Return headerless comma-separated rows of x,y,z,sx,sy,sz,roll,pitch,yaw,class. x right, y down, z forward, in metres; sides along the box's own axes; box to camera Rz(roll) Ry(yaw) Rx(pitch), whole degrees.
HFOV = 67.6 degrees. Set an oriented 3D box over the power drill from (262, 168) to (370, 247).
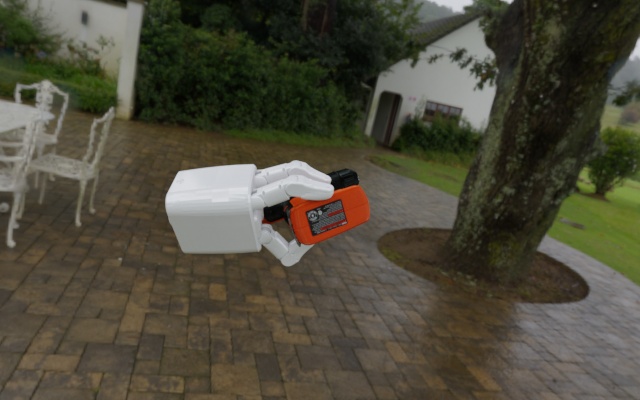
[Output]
0.000,0.002,0.697,0.184,0.057,0.187,-22,13,-15,power drill
